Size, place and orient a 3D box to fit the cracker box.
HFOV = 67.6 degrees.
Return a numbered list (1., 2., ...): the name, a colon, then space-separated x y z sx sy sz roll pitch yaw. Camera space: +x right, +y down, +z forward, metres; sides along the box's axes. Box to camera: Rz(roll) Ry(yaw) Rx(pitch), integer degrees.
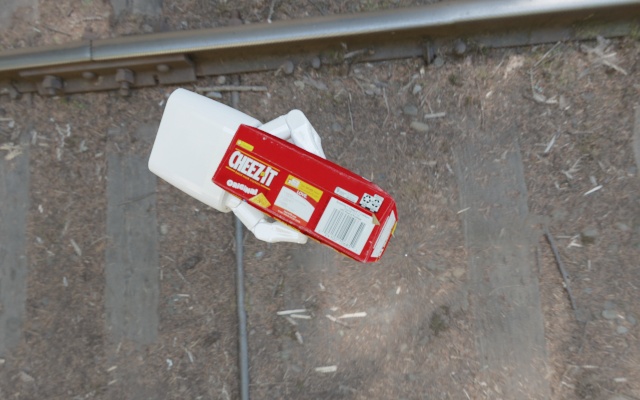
1. cracker box: 0.000 0.002 0.527 0.164 0.072 0.214 27 -1 12
